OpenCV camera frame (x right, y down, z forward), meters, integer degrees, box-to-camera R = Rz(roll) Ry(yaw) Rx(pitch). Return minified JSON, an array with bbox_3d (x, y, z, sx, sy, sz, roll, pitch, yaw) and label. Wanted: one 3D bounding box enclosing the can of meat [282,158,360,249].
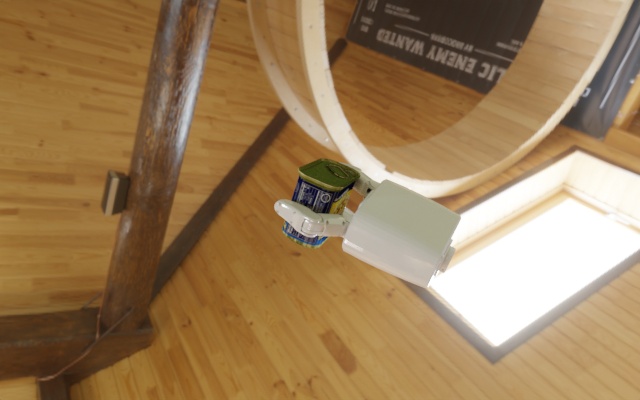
[{"bbox_3d":[0.000,0.002,0.586,0.057,0.084,0.102,24,21,14],"label":"can of meat"}]
